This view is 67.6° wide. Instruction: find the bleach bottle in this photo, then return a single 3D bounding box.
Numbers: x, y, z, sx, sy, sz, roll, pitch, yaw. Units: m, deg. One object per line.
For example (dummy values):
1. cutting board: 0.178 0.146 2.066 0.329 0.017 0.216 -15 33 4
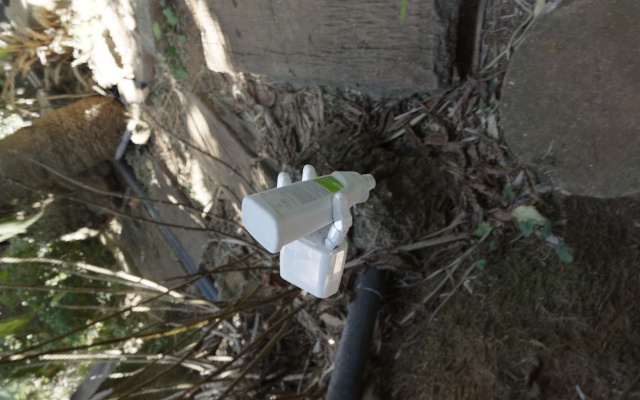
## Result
1. bleach bottle: 0.000 0.003 0.793 0.251 0.068 0.102 -19 41 -36
